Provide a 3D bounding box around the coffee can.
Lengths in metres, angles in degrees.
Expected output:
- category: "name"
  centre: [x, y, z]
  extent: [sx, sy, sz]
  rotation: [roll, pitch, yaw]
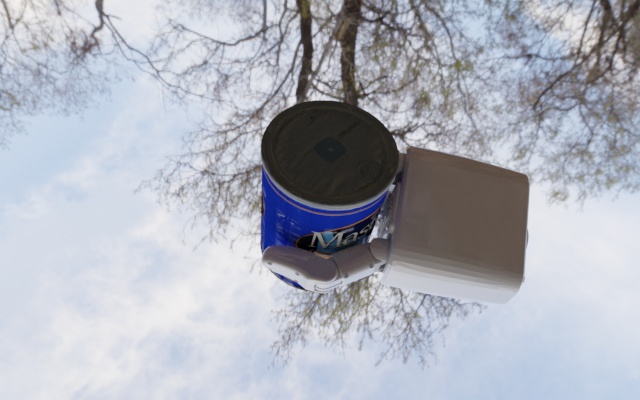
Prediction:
- category: "coffee can"
  centre: [0.000, 0.001, 0.407]
  extent: [0.103, 0.102, 0.140]
  rotation: [0, -35, -8]
